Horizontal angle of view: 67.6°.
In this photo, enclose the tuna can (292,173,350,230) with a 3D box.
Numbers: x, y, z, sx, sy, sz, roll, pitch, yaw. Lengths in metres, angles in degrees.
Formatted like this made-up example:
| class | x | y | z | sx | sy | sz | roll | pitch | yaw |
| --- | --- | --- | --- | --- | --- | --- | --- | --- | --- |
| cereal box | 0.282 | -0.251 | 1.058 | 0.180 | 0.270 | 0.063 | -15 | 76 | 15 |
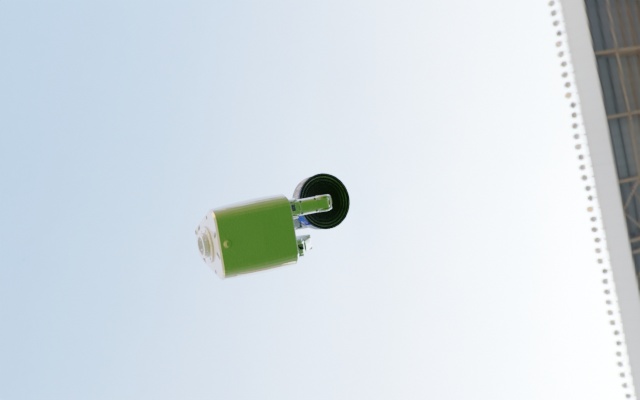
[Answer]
| class | x | y | z | sx | sy | sz | roll | pitch | yaw |
| --- | --- | --- | --- | --- | --- | --- | --- | --- | --- |
| tuna can | 0.000 | 0.002 | 0.733 | 0.086 | 0.086 | 0.034 | 0 | -5 | -26 |
